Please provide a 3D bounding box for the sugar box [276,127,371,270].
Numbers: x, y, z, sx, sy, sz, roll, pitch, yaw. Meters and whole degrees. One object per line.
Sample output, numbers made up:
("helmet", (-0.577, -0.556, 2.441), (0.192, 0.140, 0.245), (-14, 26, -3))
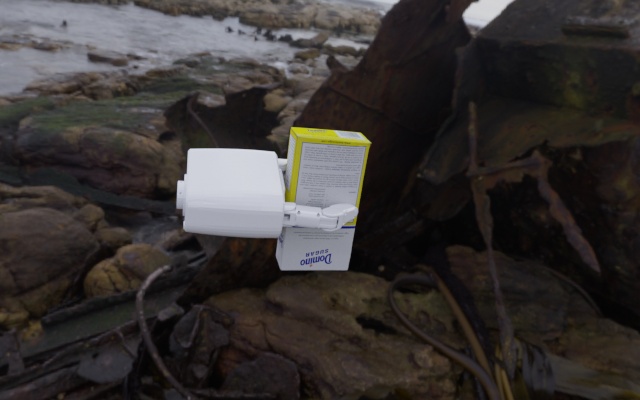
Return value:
("sugar box", (0.000, 0.002, 0.596), (0.093, 0.176, 0.048), (3, 24, -16))
